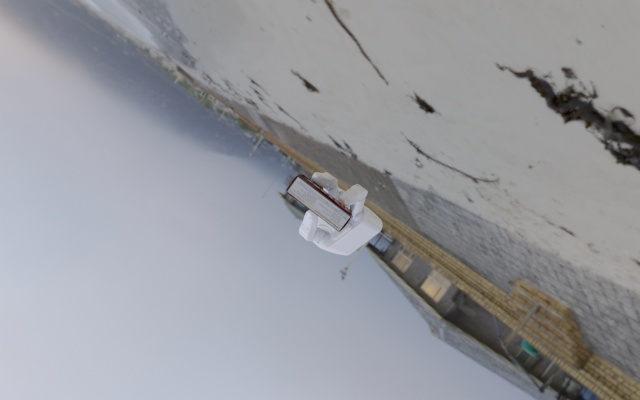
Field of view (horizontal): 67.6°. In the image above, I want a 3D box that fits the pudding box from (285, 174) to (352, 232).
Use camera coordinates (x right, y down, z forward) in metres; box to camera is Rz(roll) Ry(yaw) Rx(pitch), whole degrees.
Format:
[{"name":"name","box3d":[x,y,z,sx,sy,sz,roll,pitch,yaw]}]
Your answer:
[{"name":"pudding box","box3d":[0.000,0.003,0.797,0.113,0.039,0.090,35,4,1]}]
